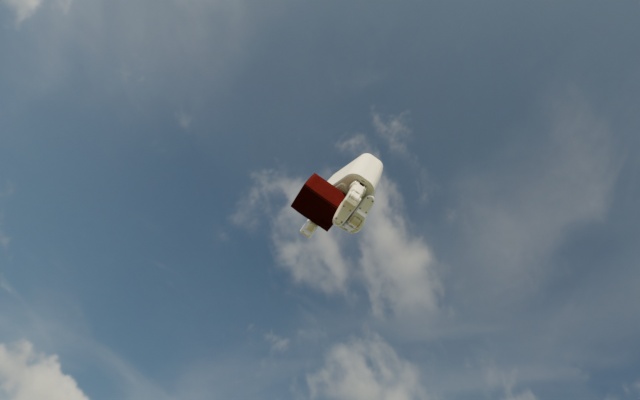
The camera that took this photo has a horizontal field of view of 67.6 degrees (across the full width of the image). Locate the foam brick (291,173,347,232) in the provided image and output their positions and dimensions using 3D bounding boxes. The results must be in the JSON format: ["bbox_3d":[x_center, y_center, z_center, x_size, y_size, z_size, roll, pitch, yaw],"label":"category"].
[{"bbox_3d":[0.000,0.002,0.796,0.078,0.053,0.051,35,34,-2],"label":"foam brick"}]
